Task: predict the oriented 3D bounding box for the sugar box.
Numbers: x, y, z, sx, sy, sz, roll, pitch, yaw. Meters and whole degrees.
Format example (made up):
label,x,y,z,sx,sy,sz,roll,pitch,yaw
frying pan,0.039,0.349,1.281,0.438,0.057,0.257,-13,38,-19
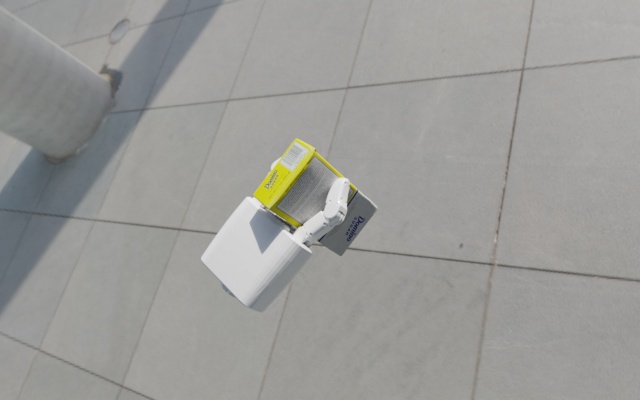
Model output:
label,x,y,z,sx,sy,sz,roll,pitch,yaw
sugar box,0.000,0.002,0.645,0.048,0.093,0.176,37,-1,40
